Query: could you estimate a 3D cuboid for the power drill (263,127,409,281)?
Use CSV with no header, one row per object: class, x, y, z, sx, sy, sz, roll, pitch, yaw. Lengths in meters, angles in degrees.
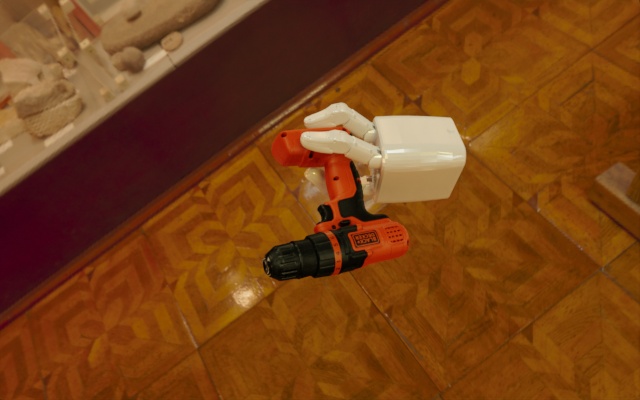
power drill,0.000,0.001,0.586,0.184,0.187,0.057,-7,-25,-26
